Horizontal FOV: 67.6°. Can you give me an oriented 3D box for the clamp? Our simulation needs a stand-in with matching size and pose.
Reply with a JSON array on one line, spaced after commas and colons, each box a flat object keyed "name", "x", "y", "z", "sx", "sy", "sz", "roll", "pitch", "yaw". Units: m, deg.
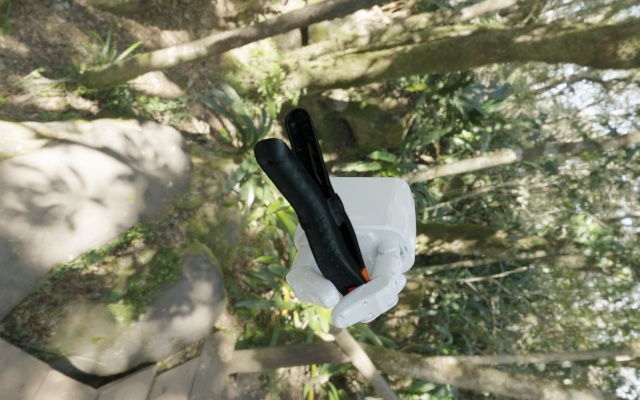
[{"name": "clamp", "x": 0.001, "y": 0.001, "z": 0.411, "sx": 0.039, "sy": 0.171, "sz": 0.120, "roll": -14, "pitch": 28, "yaw": 21}]
